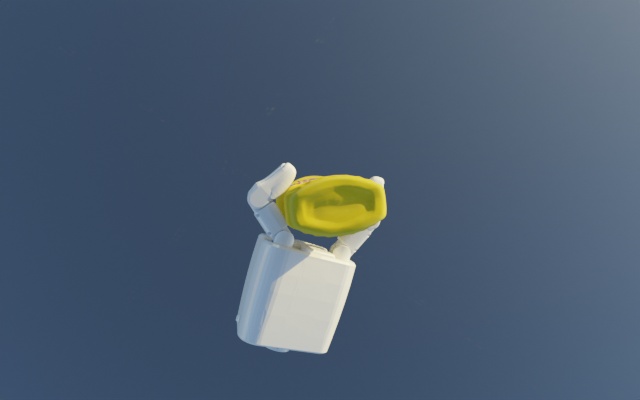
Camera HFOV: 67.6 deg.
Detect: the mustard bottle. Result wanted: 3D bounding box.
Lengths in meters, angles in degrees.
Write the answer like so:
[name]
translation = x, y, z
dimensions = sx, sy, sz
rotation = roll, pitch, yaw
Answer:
[mustard bottle]
translation = 0.000, 0.001, 0.534
dimensions = 0.096, 0.058, 0.191
rotation = -8, 4, -10
